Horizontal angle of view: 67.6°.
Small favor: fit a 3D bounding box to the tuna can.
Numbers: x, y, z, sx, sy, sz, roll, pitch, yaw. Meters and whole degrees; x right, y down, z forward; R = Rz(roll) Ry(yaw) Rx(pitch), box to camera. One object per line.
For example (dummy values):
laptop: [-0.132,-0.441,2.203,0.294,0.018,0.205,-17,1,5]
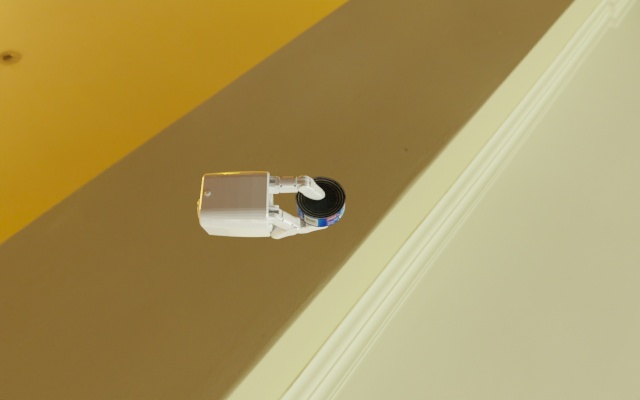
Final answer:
tuna can: [0.000,0.003,0.821,0.086,0.086,0.034,0,-34,0]
